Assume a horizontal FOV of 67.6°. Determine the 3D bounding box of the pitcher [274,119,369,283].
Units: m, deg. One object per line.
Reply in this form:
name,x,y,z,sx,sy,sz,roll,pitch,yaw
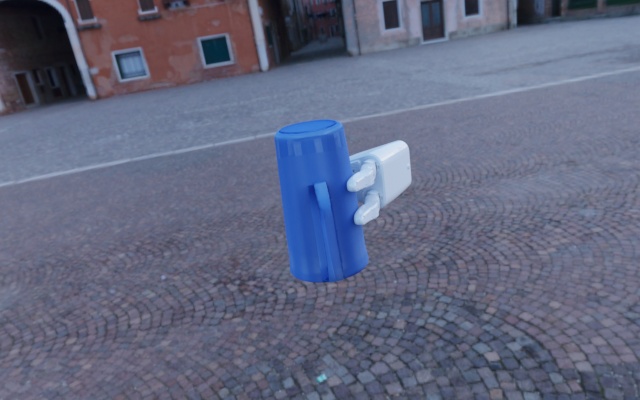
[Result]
pitcher,0.000,0.002,0.758,0.149,0.243,0.145,8,25,40
